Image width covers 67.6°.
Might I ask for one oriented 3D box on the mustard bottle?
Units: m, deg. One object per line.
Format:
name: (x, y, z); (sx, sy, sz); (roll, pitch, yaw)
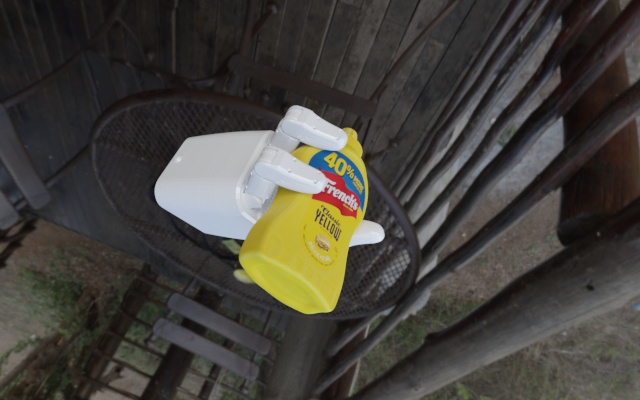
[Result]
mustard bottle: (0.000, 0.002, 0.450); (0.058, 0.191, 0.096); (-19, -52, 43)
